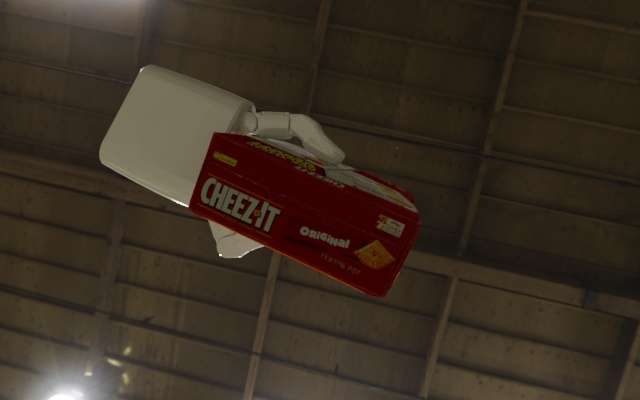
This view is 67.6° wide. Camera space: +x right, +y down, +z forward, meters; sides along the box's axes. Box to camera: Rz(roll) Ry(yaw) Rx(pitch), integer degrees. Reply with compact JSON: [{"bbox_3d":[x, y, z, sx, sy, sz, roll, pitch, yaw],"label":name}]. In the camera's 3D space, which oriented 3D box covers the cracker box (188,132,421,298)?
[{"bbox_3d":[0.000,0.001,0.444,0.164,0.072,0.213,23,9,6],"label":"cracker box"}]
